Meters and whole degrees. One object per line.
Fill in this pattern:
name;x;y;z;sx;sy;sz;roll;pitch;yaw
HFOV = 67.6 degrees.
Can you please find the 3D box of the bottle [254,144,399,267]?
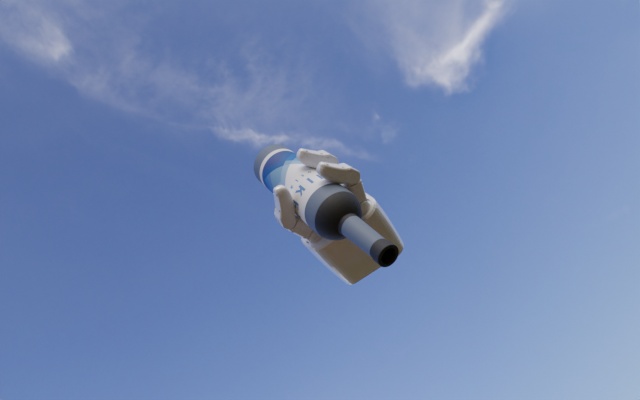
bottle;0.000;0.002;0.619;0.069;0.069;0.295;0;23;-32
